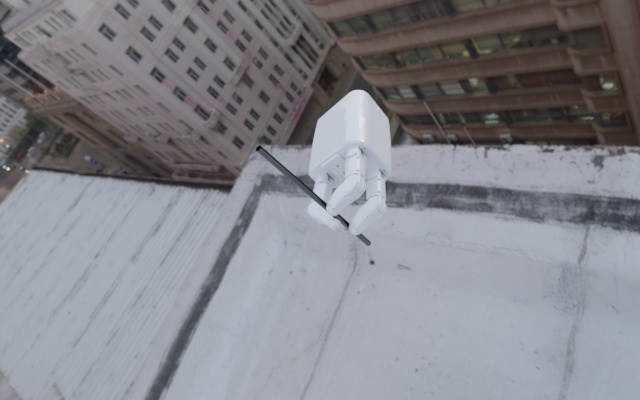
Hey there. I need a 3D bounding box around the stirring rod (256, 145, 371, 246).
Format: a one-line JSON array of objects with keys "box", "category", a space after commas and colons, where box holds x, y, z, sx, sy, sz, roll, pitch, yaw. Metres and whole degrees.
[{"box": [0.000, 0.002, 0.610, 0.011, 0.011, 0.240, 0, -30, 42], "category": "stirring rod"}]
